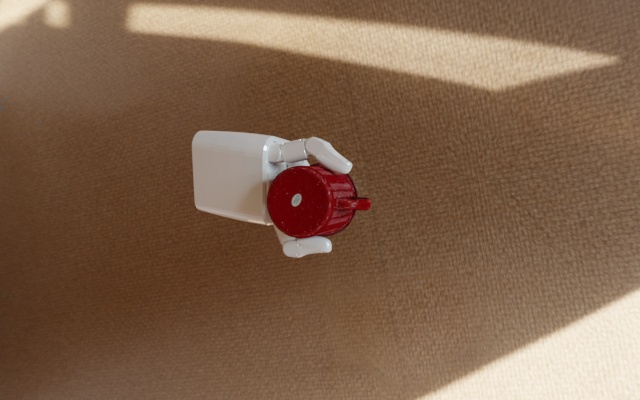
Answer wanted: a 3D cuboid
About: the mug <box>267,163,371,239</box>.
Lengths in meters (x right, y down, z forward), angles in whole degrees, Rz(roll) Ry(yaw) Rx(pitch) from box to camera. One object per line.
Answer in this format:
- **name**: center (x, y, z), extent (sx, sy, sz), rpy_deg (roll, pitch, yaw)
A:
- **mug**: center (0.001, 0.002, 0.556), extent (0.117, 0.093, 0.081), rpy_deg (7, 5, 20)
